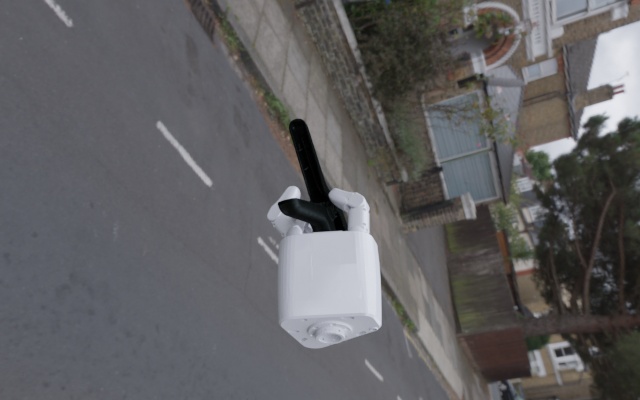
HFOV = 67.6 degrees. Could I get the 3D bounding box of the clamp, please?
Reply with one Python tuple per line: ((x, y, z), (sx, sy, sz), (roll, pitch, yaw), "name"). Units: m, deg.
((0.001, 0.002, 0.650), (0.036, 0.164, 0.210), (-14, -40, 18), "clamp")
